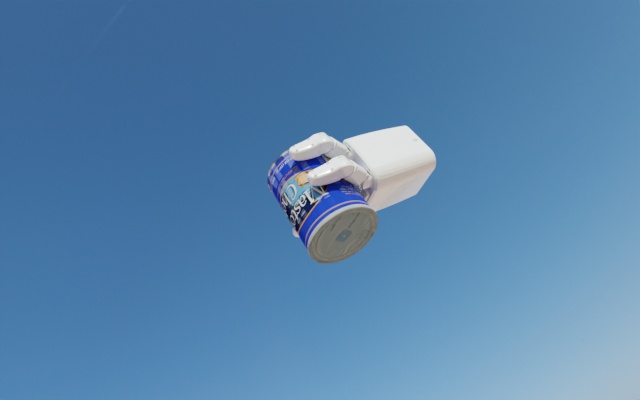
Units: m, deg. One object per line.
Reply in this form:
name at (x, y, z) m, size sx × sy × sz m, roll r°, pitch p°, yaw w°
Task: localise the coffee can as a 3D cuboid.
coffee can at (0.000, 0.002, 0.661) m, size 0.103 × 0.103 × 0.140 m, roll 0°, pitch 40°, yaw -37°
